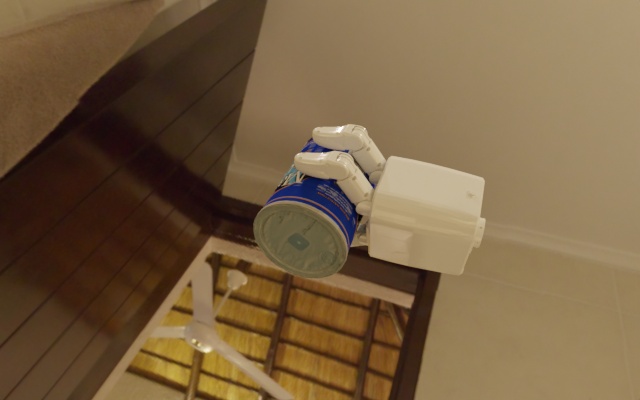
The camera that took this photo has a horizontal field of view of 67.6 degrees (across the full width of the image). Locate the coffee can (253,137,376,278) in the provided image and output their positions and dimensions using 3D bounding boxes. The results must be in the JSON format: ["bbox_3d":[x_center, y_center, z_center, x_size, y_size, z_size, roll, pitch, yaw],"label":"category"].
[{"bbox_3d":[0.000,0.002,0.539,0.103,0.103,0.140,0,38,24],"label":"coffee can"}]
